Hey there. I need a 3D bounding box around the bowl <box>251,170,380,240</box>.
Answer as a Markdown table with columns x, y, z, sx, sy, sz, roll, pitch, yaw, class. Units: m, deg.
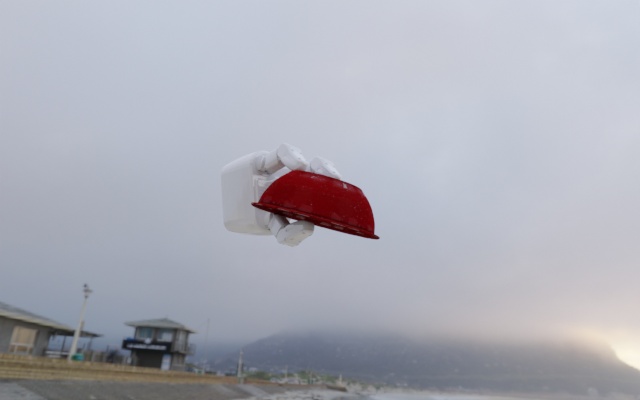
| x | y | z | sx | sy | sz | roll | pitch | yaw | class |
| --- | --- | --- | --- | --- | --- | --- | --- | --- | --- |
| 0.001 | 0.002 | 0.585 | 0.162 | 0.055 | 0.162 | 15 | -5 | 1 | bowl |
